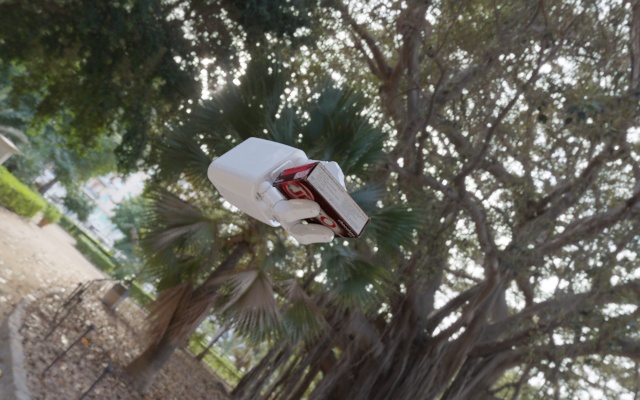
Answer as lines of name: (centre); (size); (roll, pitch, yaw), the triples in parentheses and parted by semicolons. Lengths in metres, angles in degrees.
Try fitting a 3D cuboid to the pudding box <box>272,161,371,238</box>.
pudding box: (0.000, 0.002, 0.641); (0.113, 0.039, 0.090); (45, -24, -22)
